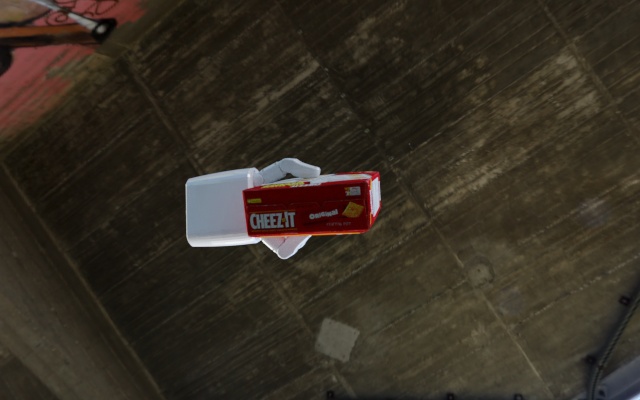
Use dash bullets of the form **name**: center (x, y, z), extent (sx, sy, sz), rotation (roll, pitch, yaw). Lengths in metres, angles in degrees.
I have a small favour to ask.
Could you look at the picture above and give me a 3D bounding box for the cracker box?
- **cracker box**: center (0.000, 0.002, 0.700), extent (0.164, 0.072, 0.213), rotation (-4, 6, 11)
